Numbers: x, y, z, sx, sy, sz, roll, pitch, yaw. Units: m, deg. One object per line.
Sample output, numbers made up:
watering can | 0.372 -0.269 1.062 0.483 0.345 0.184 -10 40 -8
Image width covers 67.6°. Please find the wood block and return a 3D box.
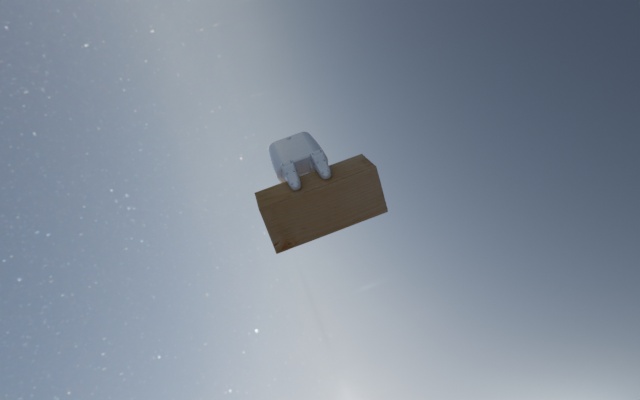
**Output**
wood block | 0.000 0.003 0.836 0.206 0.091 0.090 -21 24 -5
